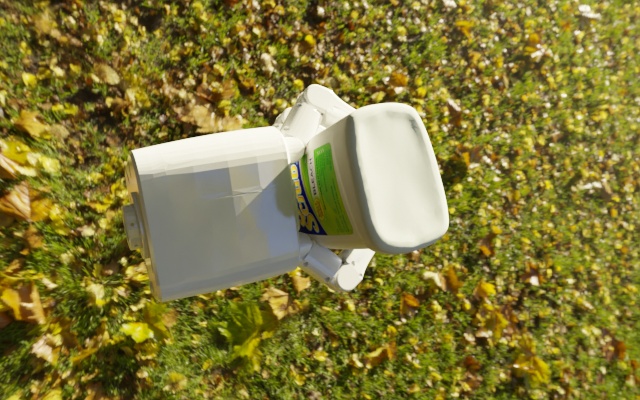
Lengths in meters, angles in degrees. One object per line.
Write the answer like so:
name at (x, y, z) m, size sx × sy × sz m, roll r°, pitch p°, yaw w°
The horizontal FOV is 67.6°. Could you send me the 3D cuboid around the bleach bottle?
bleach bottle at (0.000, 0.001, 0.417) m, size 0.068 × 0.102 × 0.251 m, roll -12°, pitch -4°, yaw -25°
